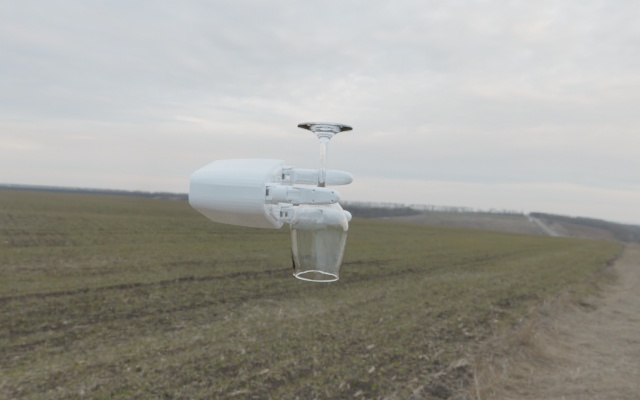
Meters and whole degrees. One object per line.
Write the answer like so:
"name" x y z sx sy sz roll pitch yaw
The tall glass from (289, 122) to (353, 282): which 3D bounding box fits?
"tall glass" 0.000 0.001 0.631 0.079 0.201 0.079 3 0 0
